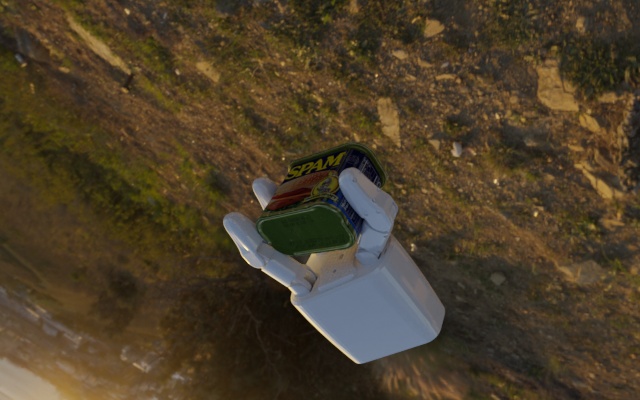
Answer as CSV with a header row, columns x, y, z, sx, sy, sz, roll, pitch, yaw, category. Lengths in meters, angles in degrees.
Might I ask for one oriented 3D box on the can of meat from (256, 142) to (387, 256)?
x,y,z,sx,sy,sz,roll,pitch,yaw,category
0.000,0.002,0.437,0.102,0.057,0.084,-13,34,39,can of meat
